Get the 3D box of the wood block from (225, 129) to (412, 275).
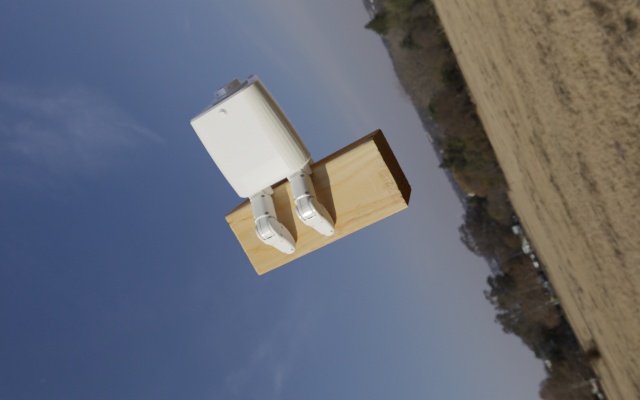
[{"bbox_3d":[0.000,0.002,0.598,0.206,0.090,0.090,-26,8,19],"label":"wood block"}]
